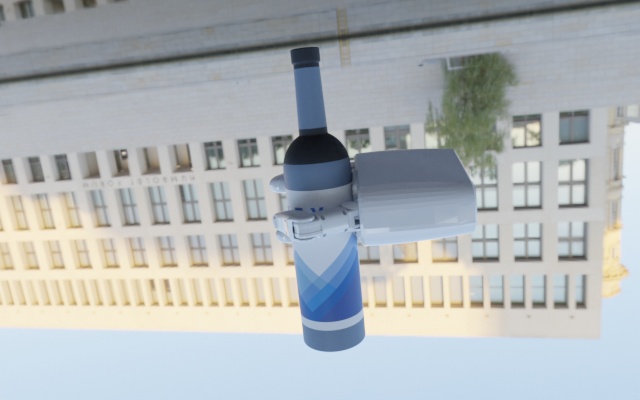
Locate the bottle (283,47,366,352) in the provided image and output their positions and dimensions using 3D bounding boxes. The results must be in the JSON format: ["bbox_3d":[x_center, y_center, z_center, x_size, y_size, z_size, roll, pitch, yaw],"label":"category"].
[{"bbox_3d":[0.000,0.002,0.477,0.069,0.296,0.069,-6,13,1],"label":"bottle"}]
